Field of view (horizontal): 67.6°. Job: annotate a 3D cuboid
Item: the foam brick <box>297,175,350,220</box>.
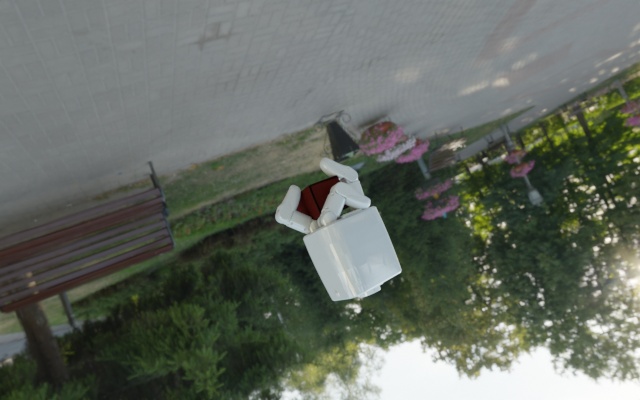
[{"bbox_3d":[0.000,0.002,0.729,0.053,0.051,0.078,-21,-6,-24],"label":"foam brick"}]
